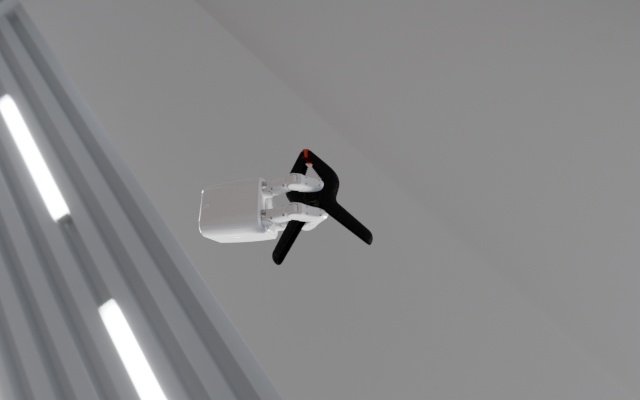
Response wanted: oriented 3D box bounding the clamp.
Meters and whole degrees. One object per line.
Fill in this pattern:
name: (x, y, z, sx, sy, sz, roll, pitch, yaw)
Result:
clamp: (0.000, 0.003, 0.807, 0.164, 0.209, 0.036, -6, -30, 8)
